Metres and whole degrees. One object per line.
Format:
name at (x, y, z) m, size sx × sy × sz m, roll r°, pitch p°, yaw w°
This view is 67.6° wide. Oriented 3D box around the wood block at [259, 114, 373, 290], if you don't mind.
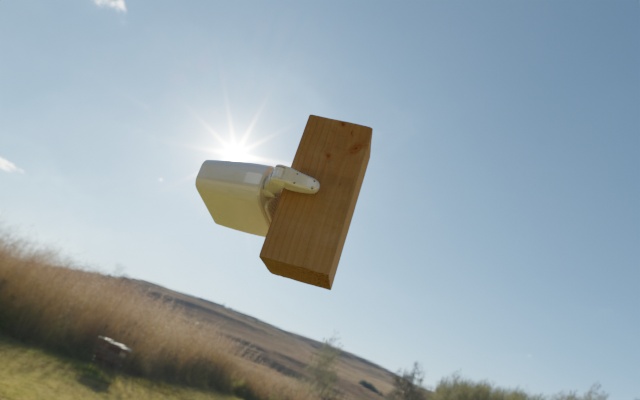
wood block at (0.000, 0.002, 0.638) m, size 0.090 × 0.206 × 0.091 m, roll 14°, pitch -20°, yaw 10°
